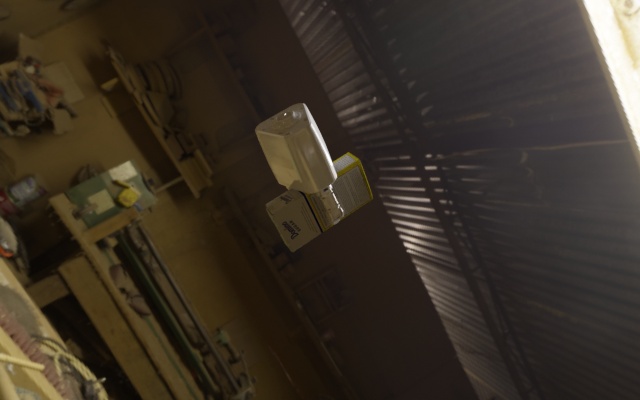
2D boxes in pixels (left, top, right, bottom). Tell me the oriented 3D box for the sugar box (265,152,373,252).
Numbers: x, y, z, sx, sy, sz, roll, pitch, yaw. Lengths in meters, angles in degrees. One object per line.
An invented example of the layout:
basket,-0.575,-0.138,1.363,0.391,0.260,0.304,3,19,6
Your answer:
sugar box,0.000,0.002,0.825,0.176,0.093,0.048,-31,36,-10
